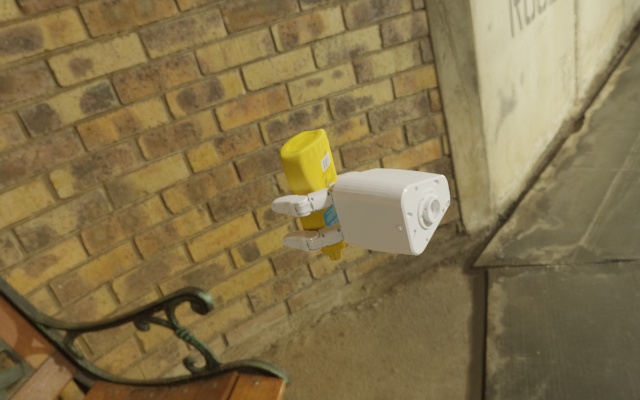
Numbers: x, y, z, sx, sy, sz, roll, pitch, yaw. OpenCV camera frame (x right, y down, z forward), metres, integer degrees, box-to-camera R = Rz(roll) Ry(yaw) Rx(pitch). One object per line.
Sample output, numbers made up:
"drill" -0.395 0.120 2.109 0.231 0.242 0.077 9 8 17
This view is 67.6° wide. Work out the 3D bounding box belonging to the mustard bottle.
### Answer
"mustard bottle" 0.000 0.002 0.682 0.058 0.192 0.096 -6 26 22
